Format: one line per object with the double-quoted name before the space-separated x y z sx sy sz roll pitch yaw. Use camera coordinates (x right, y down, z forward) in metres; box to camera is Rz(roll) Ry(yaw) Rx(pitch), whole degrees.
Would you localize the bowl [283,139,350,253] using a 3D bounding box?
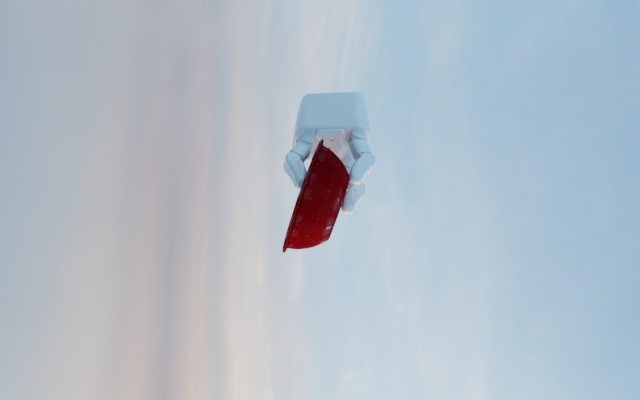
"bowl" 0.000 0.003 0.646 0.055 0.162 0.162 20 0 1
